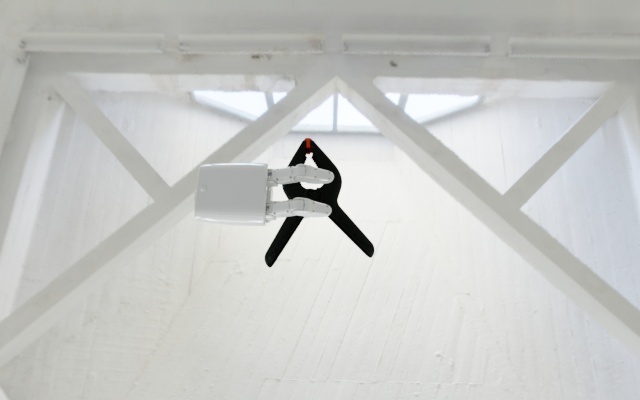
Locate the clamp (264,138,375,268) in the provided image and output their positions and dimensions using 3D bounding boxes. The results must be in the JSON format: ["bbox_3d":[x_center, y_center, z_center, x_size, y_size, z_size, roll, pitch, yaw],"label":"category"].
[{"bbox_3d":[0.000,0.002,0.744,0.164,0.210,0.036,2,-20,-3],"label":"clamp"}]
